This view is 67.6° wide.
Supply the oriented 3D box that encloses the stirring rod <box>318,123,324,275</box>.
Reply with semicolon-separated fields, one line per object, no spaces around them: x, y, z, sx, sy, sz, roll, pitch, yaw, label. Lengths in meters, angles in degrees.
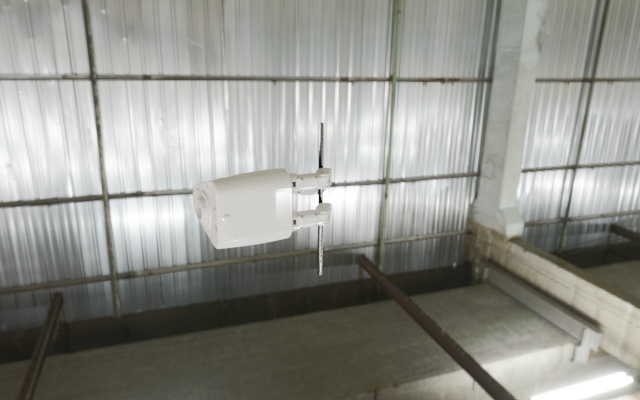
0.000;0.002;0.731;0.011;0.239;0.011;0;17;0;stirring rod
